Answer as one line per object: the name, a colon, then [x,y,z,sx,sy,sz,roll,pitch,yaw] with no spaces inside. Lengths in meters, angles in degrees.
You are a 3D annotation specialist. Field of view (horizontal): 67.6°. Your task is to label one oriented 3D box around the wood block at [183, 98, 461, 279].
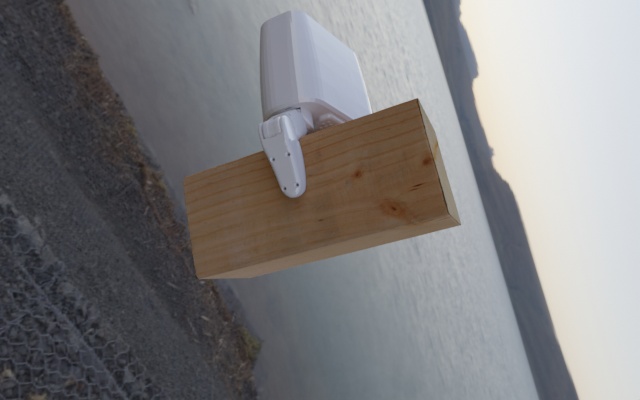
wood block: [0.000,0.001,0.403,0.206,0.090,0.091,-17,-14,19]
